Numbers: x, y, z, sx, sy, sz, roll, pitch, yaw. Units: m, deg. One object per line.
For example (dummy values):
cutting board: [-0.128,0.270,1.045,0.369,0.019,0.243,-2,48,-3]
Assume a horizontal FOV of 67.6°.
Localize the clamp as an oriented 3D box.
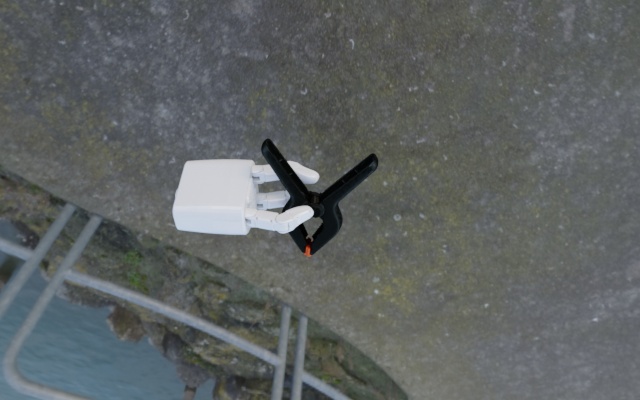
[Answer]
clamp: [0.000,0.003,0.720,0.164,0.210,0.036,3,39,6]
